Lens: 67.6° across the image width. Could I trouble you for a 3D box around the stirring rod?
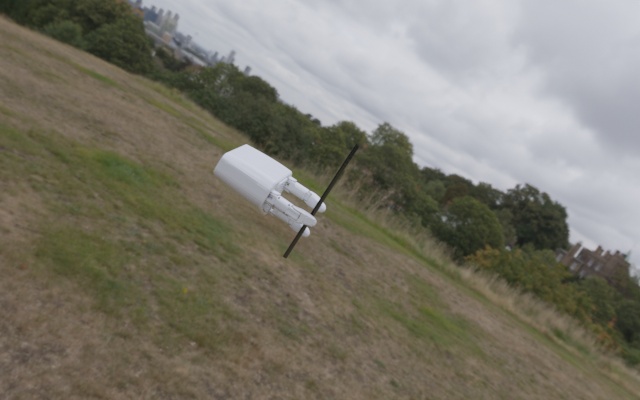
[{"bbox_3d":[0.000,0.003,0.850,0.011,0.239,0.011,32,7,-5],"label":"stirring rod"}]
